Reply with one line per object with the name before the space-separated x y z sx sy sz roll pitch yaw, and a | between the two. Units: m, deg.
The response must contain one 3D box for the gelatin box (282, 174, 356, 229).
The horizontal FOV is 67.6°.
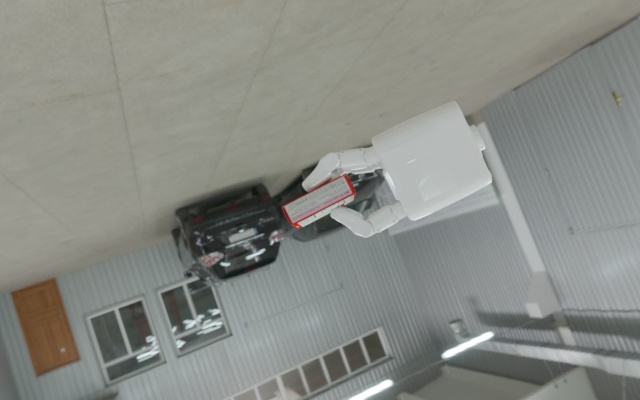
gelatin box | 0.000 0.003 0.602 0.089 0.030 0.073 -28 -7 0
